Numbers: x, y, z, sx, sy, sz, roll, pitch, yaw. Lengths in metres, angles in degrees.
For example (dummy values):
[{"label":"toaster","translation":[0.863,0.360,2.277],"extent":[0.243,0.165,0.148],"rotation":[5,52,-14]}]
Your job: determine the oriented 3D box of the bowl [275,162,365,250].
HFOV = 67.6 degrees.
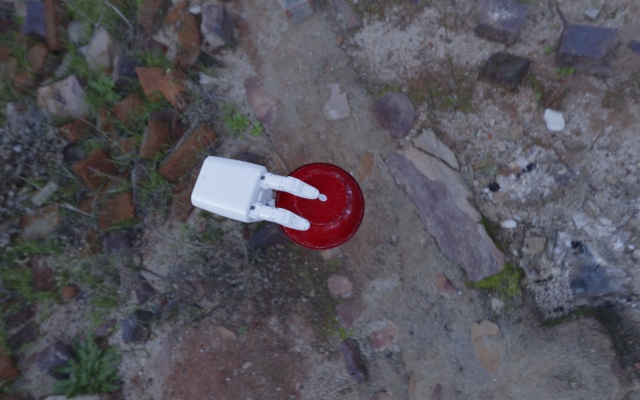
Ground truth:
[{"label":"bowl","translation":[0.001,0.003,0.829],"extent":[0.162,0.162,0.055],"rotation":[0,-14,-3]}]
